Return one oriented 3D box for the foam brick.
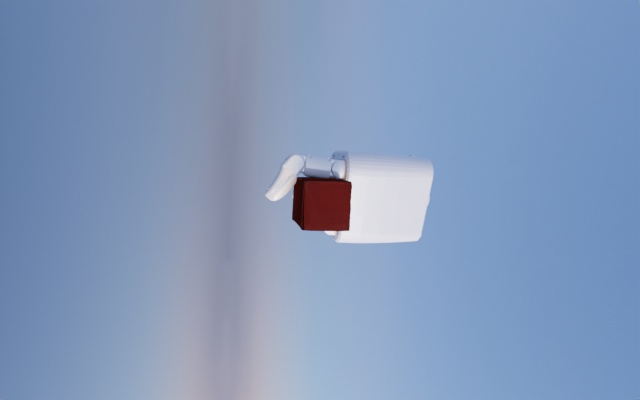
[{"bbox_3d":[0.000,0.002,0.518,0.051,0.053,0.078,2,6,-11],"label":"foam brick"}]
